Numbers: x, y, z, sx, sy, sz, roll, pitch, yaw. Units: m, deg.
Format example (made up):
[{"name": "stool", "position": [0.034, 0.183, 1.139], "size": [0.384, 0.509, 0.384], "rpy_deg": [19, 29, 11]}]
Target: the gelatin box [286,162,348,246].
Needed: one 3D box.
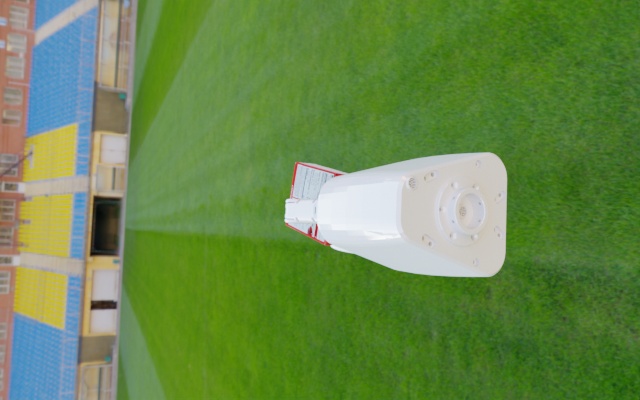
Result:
[{"name": "gelatin box", "position": [0.000, 0.002, 0.504], "size": [0.030, 0.073, 0.089], "rpy_deg": [4, 9, -32]}]
